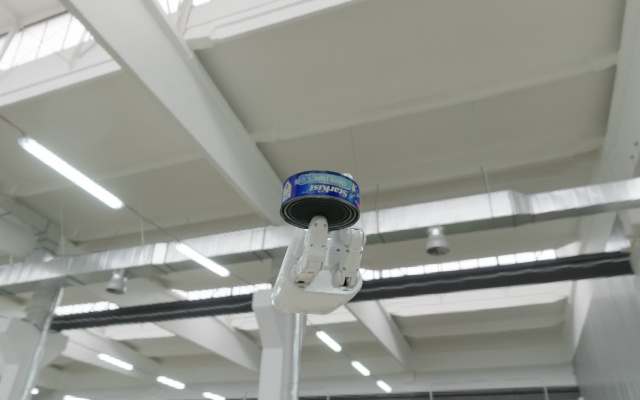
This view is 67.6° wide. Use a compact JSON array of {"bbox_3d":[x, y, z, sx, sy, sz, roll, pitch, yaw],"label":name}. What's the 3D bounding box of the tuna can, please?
[{"bbox_3d":[0.000,0.001,0.515,0.086,0.033,0.086,3,-26,1],"label":"tuna can"}]
